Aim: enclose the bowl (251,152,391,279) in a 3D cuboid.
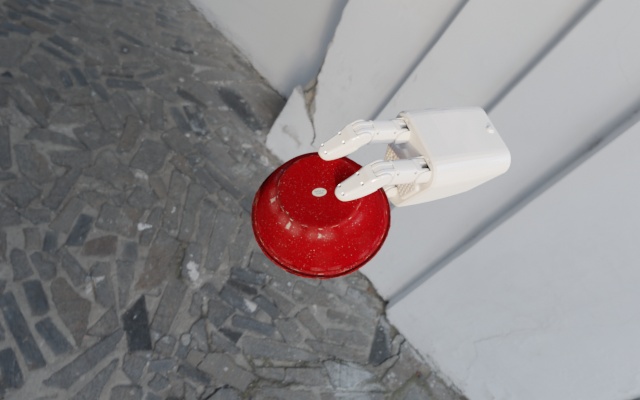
[{"bbox_3d":[-0.001,0.002,0.528,0.162,0.162,0.055,0,-29,1],"label":"bowl"}]
